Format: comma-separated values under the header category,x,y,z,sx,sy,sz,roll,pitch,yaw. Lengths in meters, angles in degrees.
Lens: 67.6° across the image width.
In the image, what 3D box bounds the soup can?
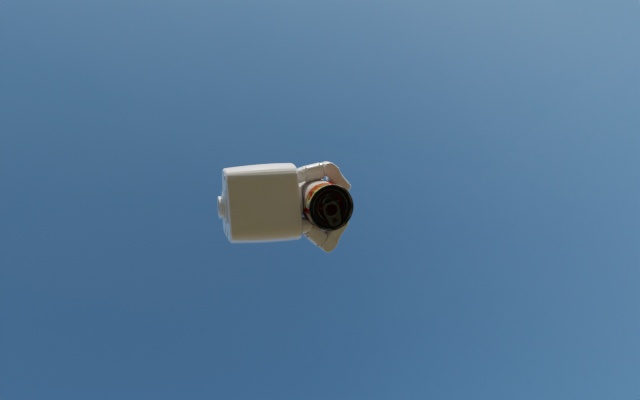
category,x,y,z,sx,sy,sz,roll,pitch,yaw
soup can,0.000,0.002,0.728,0.068,0.068,0.102,0,10,-19
